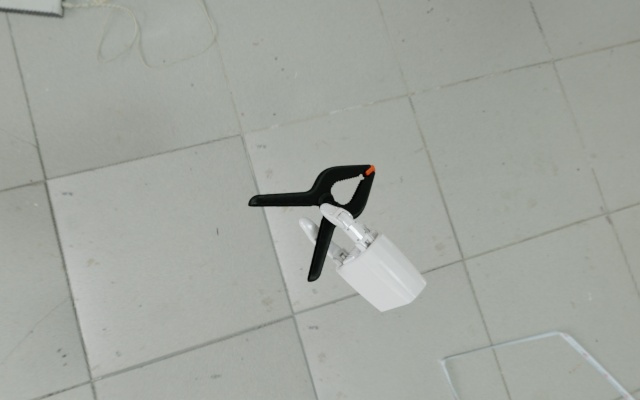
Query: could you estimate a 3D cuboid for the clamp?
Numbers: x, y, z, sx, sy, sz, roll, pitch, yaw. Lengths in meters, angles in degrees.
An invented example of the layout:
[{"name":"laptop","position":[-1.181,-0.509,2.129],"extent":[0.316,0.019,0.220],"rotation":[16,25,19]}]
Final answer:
[{"name":"clamp","position":[0.001,0.002,0.771],"extent":[0.210,0.164,0.036],"rotation":[-45,5,-14]}]
